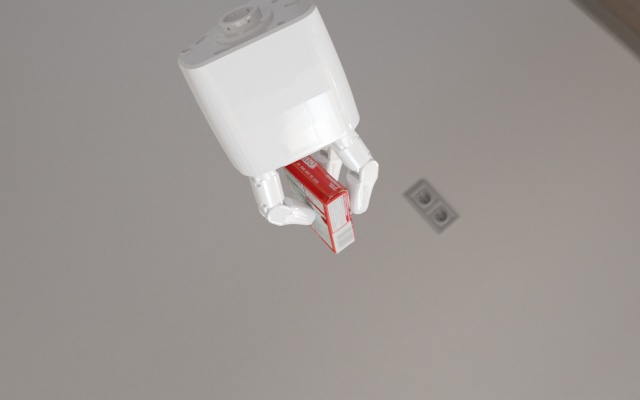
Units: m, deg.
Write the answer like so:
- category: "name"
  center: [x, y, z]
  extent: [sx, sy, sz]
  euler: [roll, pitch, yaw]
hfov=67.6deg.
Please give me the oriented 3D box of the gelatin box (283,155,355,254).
- category: "gelatin box"
  center: [0.000, 0.002, 0.489]
  extent: [0.030, 0.089, 0.073]
  euler: [-33, 53, -16]
